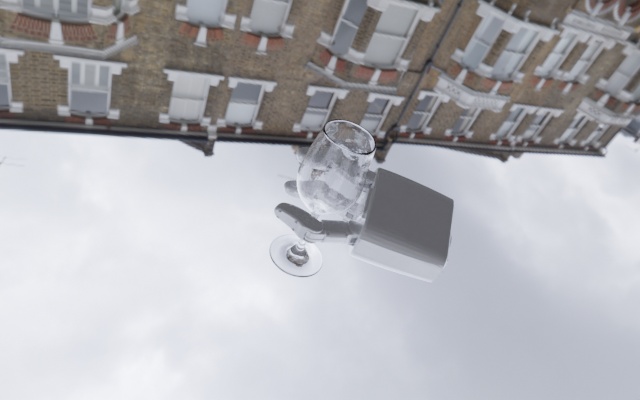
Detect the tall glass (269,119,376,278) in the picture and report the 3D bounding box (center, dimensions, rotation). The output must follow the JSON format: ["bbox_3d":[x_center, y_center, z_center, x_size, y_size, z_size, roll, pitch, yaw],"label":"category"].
[{"bbox_3d":[0.000,0.002,0.575,0.079,0.201,0.079,14,39,-12],"label":"tall glass"}]
